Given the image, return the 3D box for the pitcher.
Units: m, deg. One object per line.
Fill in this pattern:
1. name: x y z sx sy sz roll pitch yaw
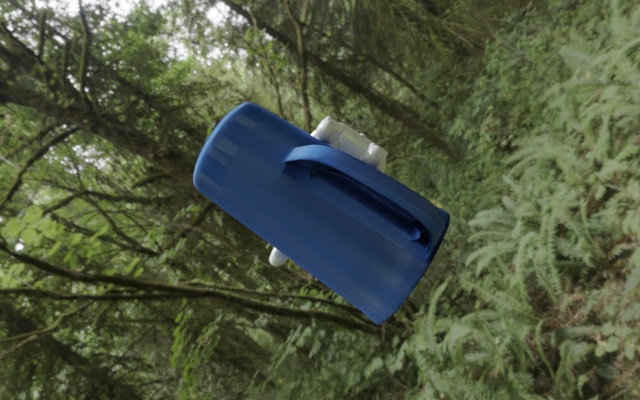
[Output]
1. pitcher: 0.000 0.002 0.481 0.243 0.149 0.145 33 20 2
